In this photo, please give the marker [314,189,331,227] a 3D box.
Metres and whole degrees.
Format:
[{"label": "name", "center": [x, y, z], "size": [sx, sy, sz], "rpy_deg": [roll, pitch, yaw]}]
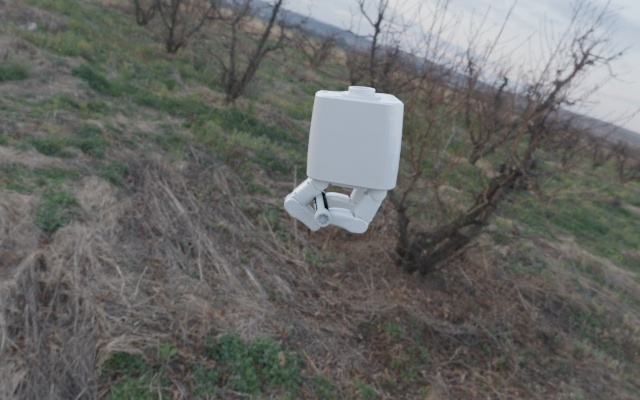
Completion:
[{"label": "marker", "center": [0.000, 0.002, 0.615], "size": [0.020, 0.020, 0.121], "rpy_deg": [0, 20, -3]}]
